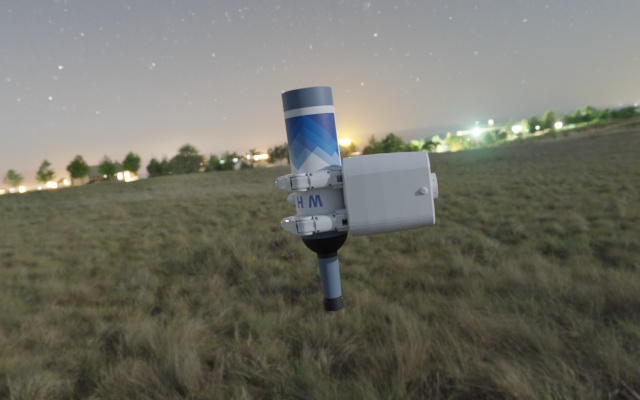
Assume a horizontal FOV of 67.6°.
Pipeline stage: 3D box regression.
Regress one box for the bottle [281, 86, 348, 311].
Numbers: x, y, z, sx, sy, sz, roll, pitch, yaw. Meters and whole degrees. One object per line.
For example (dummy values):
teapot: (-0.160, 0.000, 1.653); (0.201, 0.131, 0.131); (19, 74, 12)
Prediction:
bottle: (0.000, 0.002, 0.639); (0.069, 0.296, 0.069); (-7, 6, 1)
